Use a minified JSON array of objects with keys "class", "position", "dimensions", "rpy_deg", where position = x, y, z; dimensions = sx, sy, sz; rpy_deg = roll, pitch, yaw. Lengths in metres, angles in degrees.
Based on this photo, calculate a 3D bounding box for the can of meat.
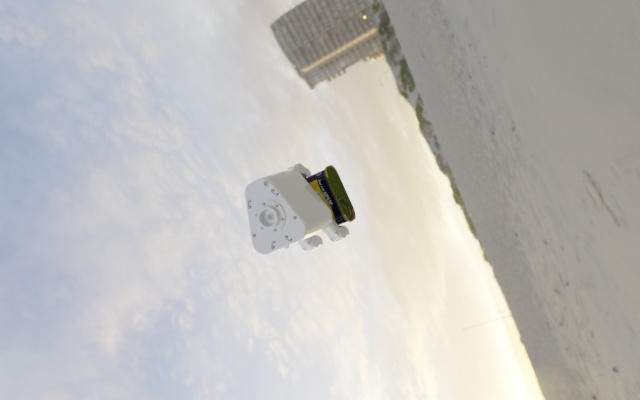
[{"class":"can of meat","position":[0.000,0.003,0.820],"dimensions":[0.084,0.102,0.057],"rpy_deg":[-24,2,21]}]
